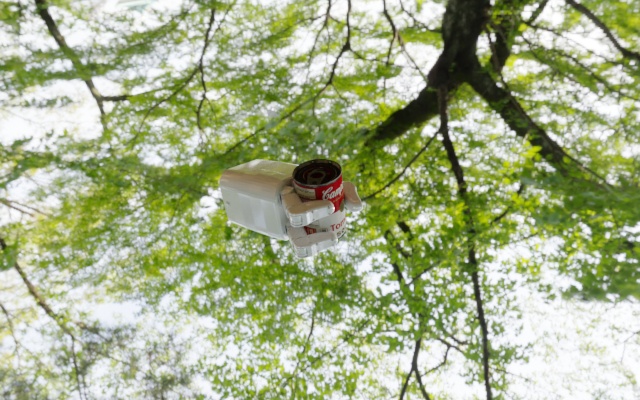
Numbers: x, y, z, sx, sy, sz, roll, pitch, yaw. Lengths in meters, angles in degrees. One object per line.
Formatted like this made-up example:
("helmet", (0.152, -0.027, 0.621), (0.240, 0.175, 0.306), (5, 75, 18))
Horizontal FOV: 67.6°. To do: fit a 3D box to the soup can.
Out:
("soup can", (0.001, 0.002, 0.673), (0.068, 0.102, 0.068), (-5, 35, 3))
